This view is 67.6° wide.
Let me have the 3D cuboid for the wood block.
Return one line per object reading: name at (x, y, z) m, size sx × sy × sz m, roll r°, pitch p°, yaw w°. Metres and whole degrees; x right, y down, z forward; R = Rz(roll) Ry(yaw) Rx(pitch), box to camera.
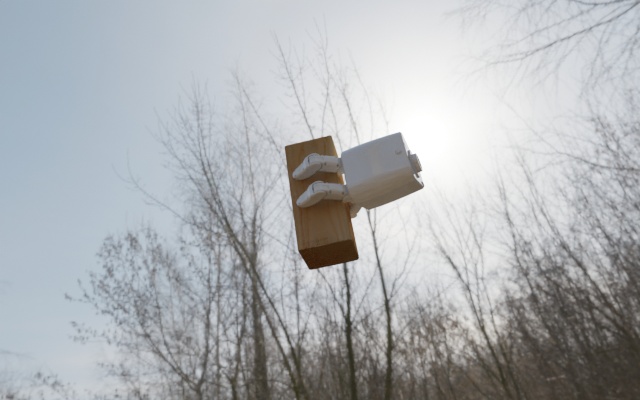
wood block at (0.001, 0.003, 0.828) m, size 0.090 × 0.206 × 0.091 m, roll -13°, pitch -31°, yaw 6°
